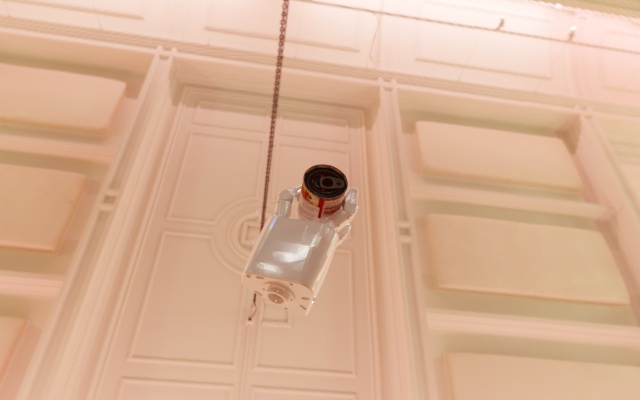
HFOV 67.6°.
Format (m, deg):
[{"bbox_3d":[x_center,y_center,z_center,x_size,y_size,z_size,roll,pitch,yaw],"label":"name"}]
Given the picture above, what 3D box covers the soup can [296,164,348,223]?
[{"bbox_3d":[0.000,0.002,0.747,0.068,0.068,0.102,0,-39,-11],"label":"soup can"}]
